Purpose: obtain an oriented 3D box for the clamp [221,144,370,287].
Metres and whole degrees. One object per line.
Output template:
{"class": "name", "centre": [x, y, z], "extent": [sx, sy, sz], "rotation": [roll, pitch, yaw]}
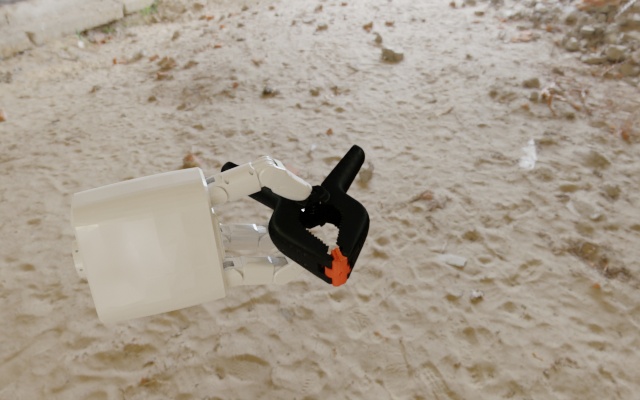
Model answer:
{"class": "clamp", "centre": [0.000, 0.001, 0.474], "extent": [0.164, 0.036, 0.210], "rotation": [-14, 35, -16]}
